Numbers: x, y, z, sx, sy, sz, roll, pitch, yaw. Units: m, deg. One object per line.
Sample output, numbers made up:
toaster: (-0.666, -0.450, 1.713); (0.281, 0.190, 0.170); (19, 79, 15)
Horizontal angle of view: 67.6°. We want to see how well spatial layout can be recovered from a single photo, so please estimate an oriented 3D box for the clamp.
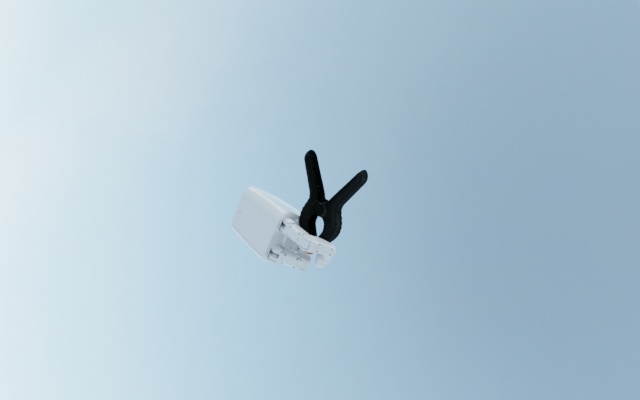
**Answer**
clamp: (0.001, 0.003, 0.791); (0.120, 0.171, 0.039); (36, 21, 34)
